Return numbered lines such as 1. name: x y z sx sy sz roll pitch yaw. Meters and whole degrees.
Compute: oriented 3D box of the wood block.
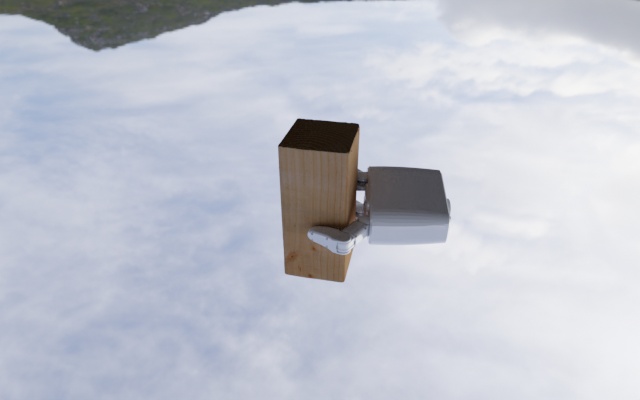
1. wood block: 0.000 0.002 0.660 0.090 0.206 0.090 7 33 11
